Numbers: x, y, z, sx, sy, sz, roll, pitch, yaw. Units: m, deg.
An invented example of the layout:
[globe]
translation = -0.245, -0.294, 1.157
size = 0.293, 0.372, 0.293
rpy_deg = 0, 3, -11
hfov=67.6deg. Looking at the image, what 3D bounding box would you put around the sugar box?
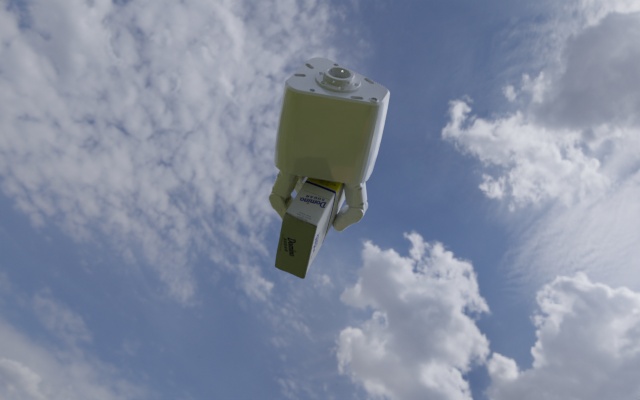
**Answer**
[sugar box]
translation = 0.000, 0.002, 0.594
size = 0.048, 0.093, 0.176
rpy_deg = 23, 42, 10
